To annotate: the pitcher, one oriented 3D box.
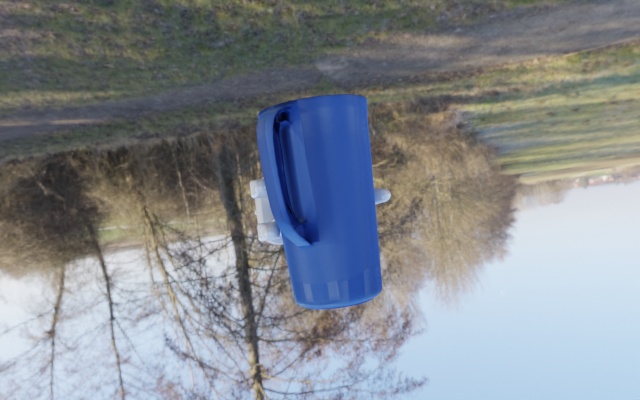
[{"bbox_3d":[0.000,0.002,0.571,0.149,0.243,0.145,-8,0,-16],"label":"pitcher"}]
